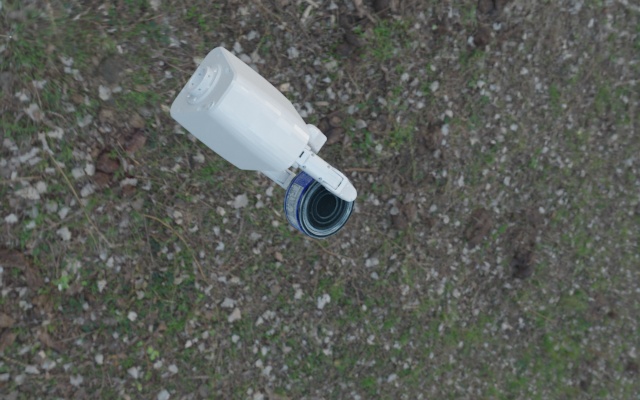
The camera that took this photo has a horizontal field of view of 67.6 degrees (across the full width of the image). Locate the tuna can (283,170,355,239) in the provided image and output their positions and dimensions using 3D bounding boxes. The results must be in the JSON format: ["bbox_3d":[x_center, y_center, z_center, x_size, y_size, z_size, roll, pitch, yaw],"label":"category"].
[{"bbox_3d":[0.000,0.002,0.576,0.086,0.086,0.033,0,19,-38],"label":"tuna can"}]
